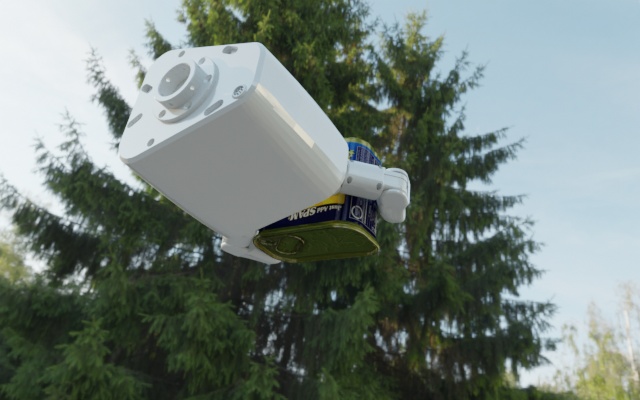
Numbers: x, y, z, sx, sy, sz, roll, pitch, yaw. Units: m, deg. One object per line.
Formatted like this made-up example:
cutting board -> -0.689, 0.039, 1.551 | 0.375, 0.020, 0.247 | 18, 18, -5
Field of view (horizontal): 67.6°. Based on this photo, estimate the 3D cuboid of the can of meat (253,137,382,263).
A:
can of meat -> 0.000, 0.001, 0.403 | 0.102, 0.084, 0.057 | -10, -32, 30
